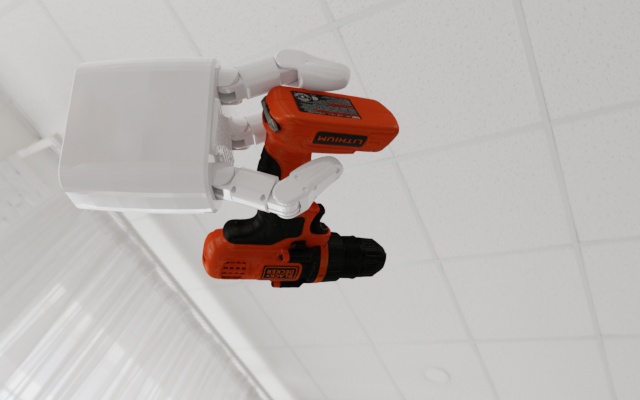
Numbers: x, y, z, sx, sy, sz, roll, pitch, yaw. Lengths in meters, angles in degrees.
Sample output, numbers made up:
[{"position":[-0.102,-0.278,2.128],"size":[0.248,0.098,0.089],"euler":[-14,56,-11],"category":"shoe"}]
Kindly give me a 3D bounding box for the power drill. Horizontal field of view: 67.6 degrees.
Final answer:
[{"position":[0.000,0.001,0.421],"size":[0.184,0.188,0.057],"euler":[3,36,-24],"category":"power drill"}]
